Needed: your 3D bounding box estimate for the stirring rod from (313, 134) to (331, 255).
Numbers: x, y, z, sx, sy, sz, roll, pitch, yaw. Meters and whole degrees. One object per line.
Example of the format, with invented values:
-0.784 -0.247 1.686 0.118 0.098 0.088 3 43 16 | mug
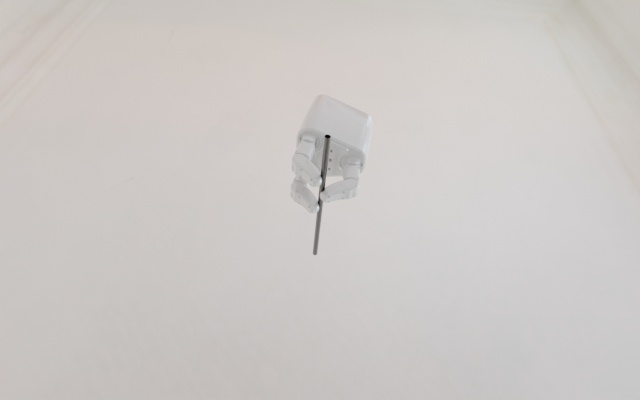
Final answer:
0.000 0.002 0.695 0.011 0.011 0.240 0 -44 -6 | stirring rod
